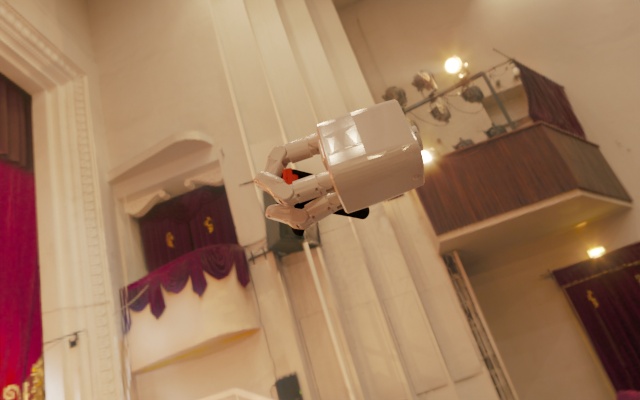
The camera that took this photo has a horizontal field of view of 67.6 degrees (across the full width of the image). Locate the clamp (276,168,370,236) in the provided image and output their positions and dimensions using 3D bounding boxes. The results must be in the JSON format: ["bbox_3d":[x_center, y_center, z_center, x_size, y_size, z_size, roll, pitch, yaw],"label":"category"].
[{"bbox_3d":[0.000,0.002,0.650,0.120,0.039,0.171,-18,-24,6],"label":"clamp"}]
